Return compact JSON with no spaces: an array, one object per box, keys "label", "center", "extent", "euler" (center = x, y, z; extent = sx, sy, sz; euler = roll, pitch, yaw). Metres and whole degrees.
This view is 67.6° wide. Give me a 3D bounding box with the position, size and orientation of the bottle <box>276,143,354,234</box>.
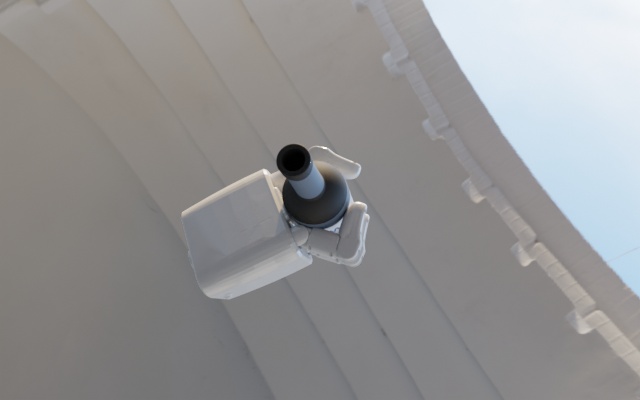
[{"label":"bottle","center":[0.000,0.002,0.510],"extent":[0.069,0.069,0.296],"euler":[0,-13,8]}]
